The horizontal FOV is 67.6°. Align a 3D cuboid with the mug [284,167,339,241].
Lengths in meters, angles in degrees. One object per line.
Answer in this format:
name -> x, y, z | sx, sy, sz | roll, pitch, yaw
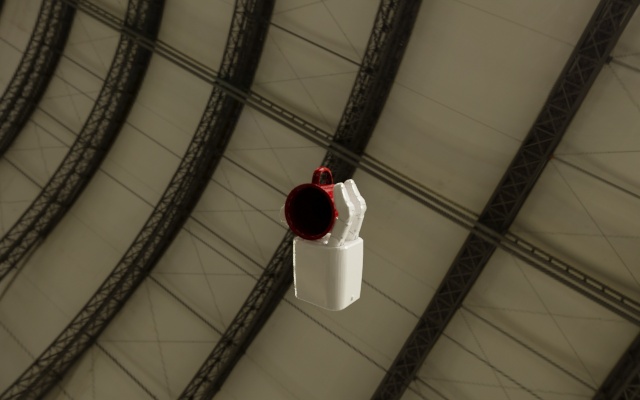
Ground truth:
mug -> 0.000, 0.001, 0.801 | 0.093, 0.117, 0.081 | 6, 9, 27
